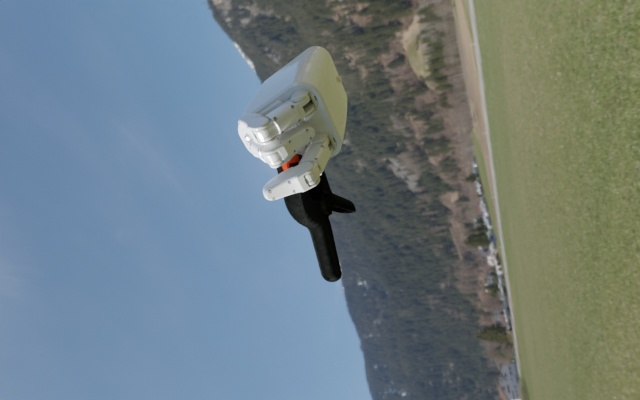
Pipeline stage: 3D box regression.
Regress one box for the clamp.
[{"bbox_3d":[-0.001,0.002,0.575,0.039,0.172,0.120,-8,39,21],"label":"clamp"}]
